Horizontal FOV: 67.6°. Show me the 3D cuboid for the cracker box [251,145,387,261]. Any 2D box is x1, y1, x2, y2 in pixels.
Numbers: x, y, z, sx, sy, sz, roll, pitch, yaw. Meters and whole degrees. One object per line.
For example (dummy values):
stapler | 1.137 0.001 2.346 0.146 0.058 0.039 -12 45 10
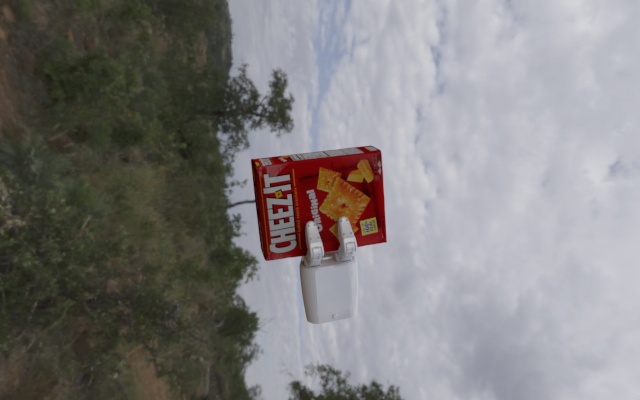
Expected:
cracker box | 0.000 0.003 0.806 0.213 0.164 0.072 -8 16 -12
